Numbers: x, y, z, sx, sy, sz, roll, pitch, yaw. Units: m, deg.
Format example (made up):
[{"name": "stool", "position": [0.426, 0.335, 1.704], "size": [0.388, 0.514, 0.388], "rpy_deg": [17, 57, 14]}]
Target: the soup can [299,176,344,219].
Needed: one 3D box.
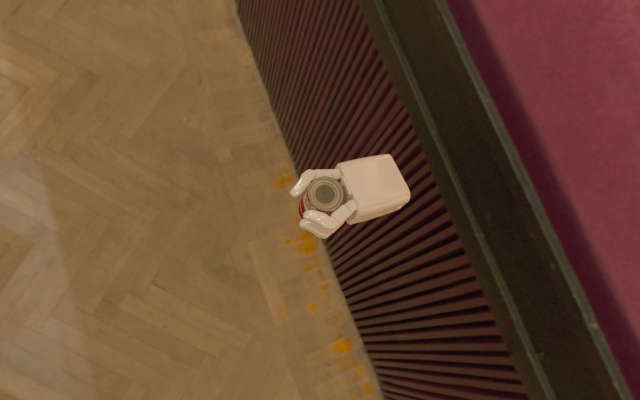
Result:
[{"name": "soup can", "position": [0.000, 0.003, 0.881], "size": [0.068, 0.068, 0.102], "rpy_deg": [0, -17, -11]}]
